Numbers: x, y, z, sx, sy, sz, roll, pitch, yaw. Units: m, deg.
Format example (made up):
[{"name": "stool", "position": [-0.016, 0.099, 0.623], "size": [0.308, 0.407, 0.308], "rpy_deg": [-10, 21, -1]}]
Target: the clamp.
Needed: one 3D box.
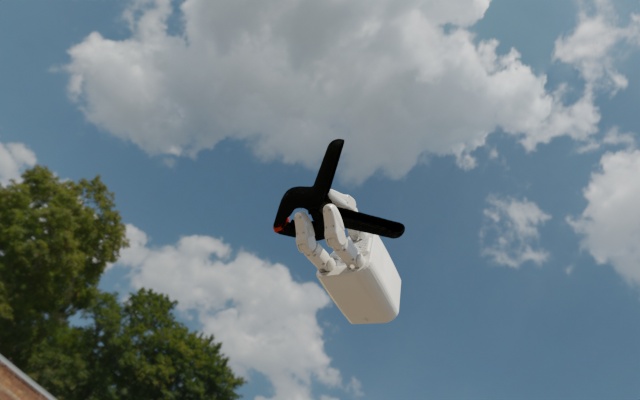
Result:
[{"name": "clamp", "position": [0.000, 0.002, 0.700], "size": [0.210, 0.165, 0.036], "rpy_deg": [-14, 26, 38]}]
